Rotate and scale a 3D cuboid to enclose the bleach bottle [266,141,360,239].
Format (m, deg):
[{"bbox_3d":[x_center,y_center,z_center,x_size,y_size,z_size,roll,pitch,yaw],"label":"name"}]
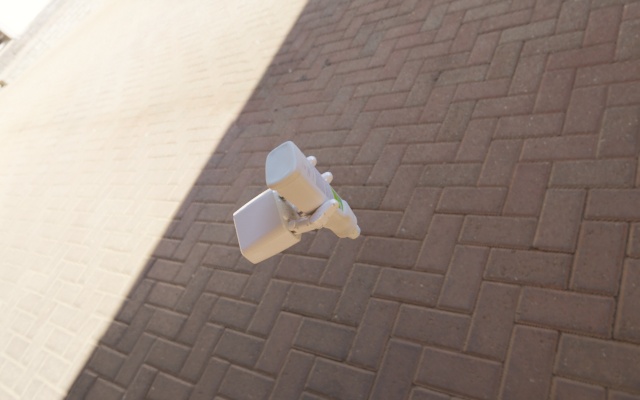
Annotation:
[{"bbox_3d":[0.000,0.003,0.896,0.068,0.102,0.251,-30,-50,19],"label":"bleach bottle"}]
